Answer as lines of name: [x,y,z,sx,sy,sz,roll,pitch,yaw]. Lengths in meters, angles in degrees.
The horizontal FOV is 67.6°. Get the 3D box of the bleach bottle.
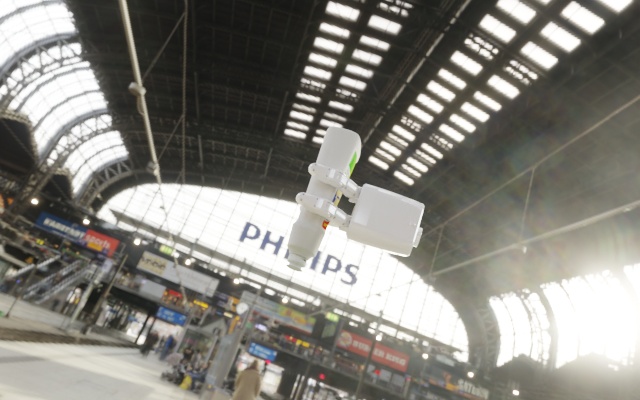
bleach bottle: [0.000,0.003,0.812,0.068,0.250,0.103,18,-21,8]
